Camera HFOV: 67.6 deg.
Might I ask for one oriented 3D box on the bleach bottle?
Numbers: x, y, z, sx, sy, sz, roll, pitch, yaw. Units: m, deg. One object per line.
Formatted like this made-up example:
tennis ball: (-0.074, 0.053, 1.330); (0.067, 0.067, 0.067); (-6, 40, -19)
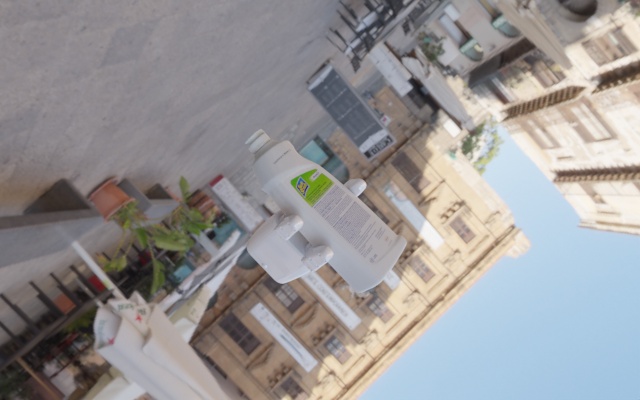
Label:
bleach bottle: (0.000, 0.002, 0.644); (0.068, 0.251, 0.102); (-38, 7, 47)
